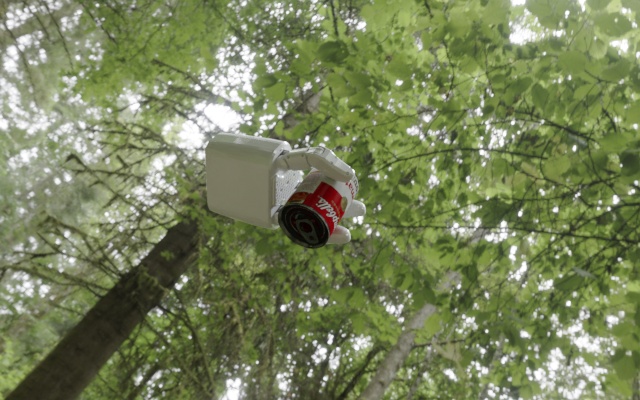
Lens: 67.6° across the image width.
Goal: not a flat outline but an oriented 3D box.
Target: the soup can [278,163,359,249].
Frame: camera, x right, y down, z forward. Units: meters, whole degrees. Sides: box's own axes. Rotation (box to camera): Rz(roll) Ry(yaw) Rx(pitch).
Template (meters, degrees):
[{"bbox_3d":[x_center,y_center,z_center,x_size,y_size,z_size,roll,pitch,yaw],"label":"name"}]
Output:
[{"bbox_3d":[0.001,0.002,0.598,0.068,0.068,0.102,0,36,31],"label":"soup can"}]
